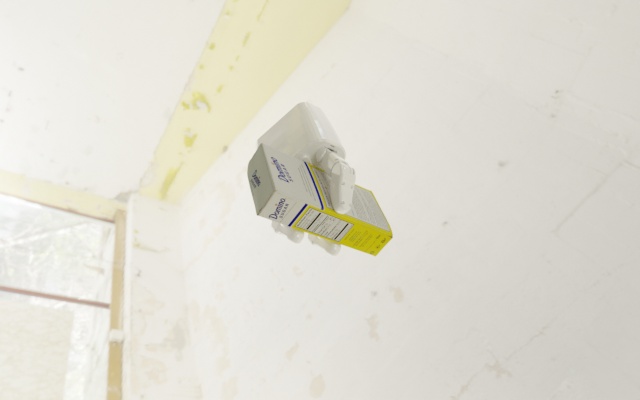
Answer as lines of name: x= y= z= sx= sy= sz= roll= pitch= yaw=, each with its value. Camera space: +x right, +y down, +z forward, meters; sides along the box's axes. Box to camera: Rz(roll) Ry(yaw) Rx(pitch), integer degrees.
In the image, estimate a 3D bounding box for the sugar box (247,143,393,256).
sugar box: x=0.000 y=0.002 z=0.573 sx=0.176 sy=0.048 sz=0.093 roll=20 pitch=31 yaw=-31
